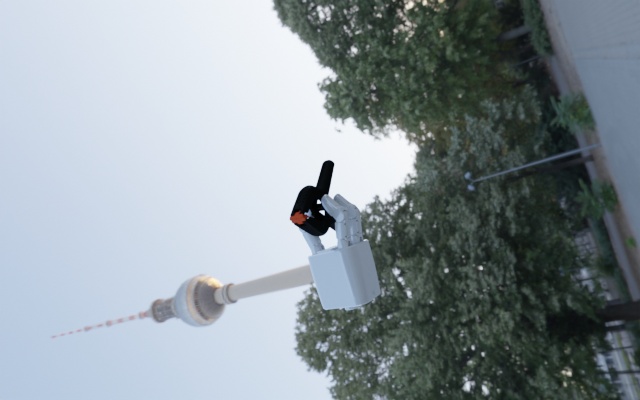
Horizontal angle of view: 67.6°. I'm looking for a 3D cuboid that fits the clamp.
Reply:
[{"bbox_3d":[-0.001,0.003,0.894,0.036,0.164,0.210,-16,-3,26],"label":"clamp"}]
